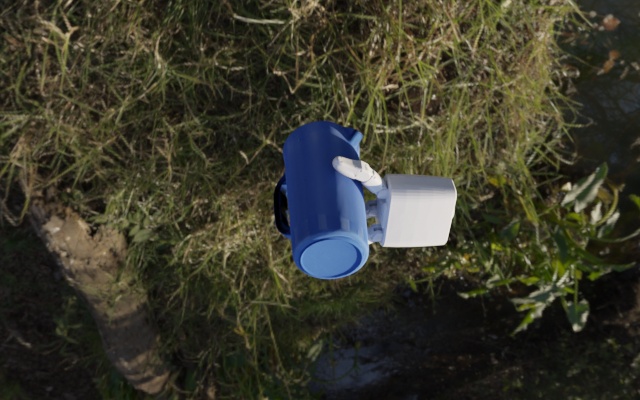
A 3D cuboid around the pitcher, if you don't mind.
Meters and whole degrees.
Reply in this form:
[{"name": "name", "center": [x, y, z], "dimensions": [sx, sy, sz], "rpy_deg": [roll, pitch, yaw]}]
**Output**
[{"name": "pitcher", "center": [0.000, 0.002, 0.753], "dimensions": [0.145, 0.242, 0.149], "rpy_deg": [2, -45, -7]}]
